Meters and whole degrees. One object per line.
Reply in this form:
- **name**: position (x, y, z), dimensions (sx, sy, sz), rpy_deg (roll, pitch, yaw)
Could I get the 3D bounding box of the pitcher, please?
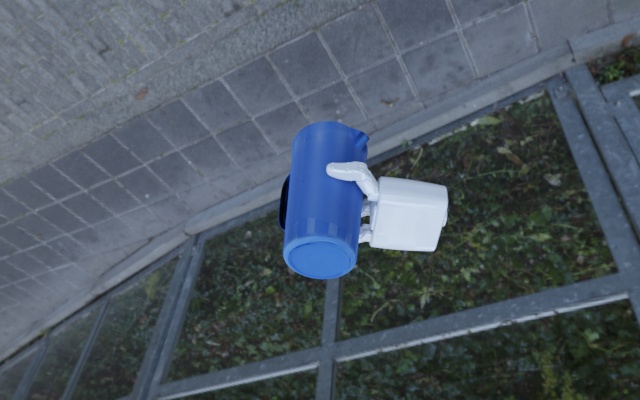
- **pitcher**: position (0.000, 0.002, 0.769), dimensions (0.145, 0.242, 0.149), rpy_deg (6, -41, 0)
